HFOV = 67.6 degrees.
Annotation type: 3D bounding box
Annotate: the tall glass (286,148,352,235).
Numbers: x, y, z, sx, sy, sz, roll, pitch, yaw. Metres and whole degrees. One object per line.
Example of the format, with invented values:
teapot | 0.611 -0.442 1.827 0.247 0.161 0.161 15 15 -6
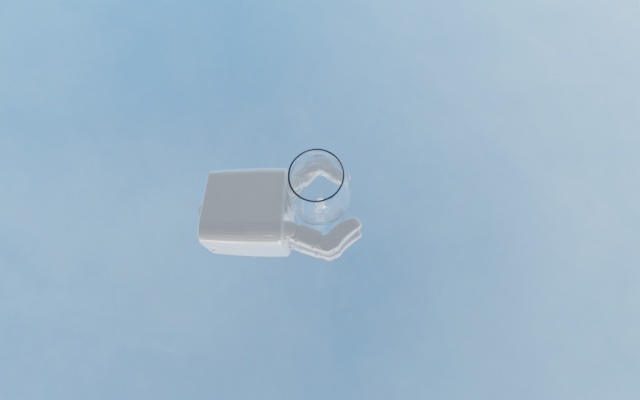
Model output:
tall glass | 0.000 0.002 0.608 0.079 0.079 0.201 0 -17 3
